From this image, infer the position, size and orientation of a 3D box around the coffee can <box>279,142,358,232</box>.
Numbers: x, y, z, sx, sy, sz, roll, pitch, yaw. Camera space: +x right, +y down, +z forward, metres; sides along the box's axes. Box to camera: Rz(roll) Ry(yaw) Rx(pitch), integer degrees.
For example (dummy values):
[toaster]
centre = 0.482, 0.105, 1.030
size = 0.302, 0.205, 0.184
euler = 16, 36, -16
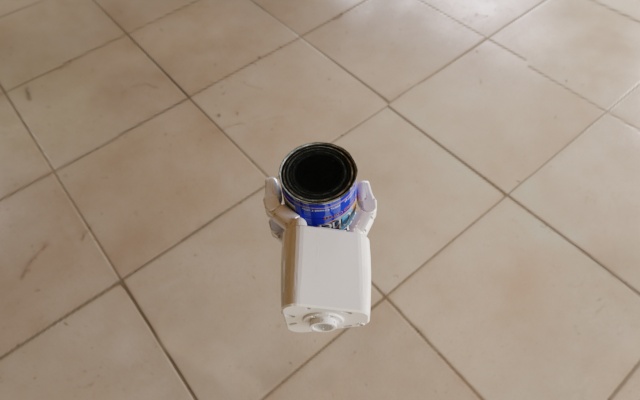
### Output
[coffee can]
centre = 0.000, 0.002, 0.671
size = 0.103, 0.102, 0.140
euler = 0, -35, 4
